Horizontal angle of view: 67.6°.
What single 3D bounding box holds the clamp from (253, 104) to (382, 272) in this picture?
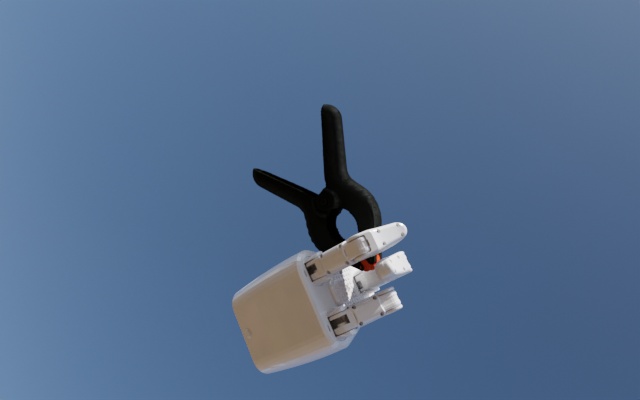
[{"bbox_3d":[0.001,0.002,0.491,0.120,0.171,0.039,-32,-16,30],"label":"clamp"}]
